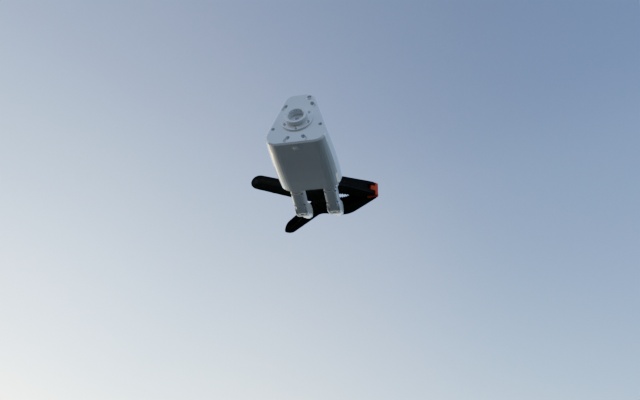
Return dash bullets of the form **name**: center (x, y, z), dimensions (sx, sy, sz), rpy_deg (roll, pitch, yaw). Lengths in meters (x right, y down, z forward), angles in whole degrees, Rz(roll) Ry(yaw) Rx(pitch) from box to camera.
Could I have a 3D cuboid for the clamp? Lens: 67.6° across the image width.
- **clamp**: center (0.001, 0.002, 0.851), dimensions (0.210, 0.036, 0.165), rpy_deg (-5, -36, 11)
